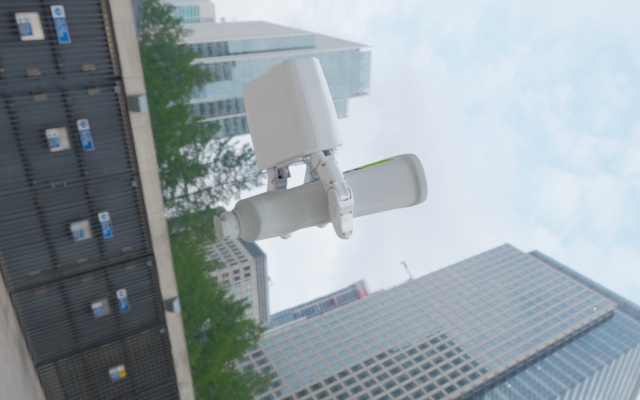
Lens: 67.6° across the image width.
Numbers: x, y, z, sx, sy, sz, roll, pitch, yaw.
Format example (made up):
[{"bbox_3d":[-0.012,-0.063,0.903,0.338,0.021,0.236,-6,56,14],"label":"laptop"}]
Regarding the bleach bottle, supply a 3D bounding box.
[{"bbox_3d":[0.000,0.002,0.570,0.251,0.068,0.102,-14,1,-27],"label":"bleach bottle"}]
